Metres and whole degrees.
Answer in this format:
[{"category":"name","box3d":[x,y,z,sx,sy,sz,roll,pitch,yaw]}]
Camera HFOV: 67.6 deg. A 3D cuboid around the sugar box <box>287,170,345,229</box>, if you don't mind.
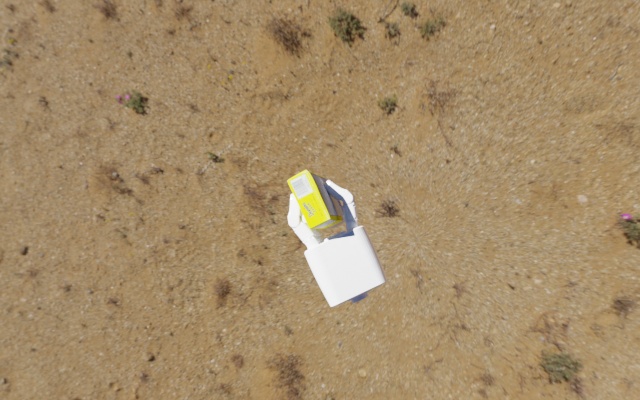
[{"category":"sugar box","box3d":[0.000,0.003,0.862,0.048,0.093,0.176,-26,-9,8]}]
